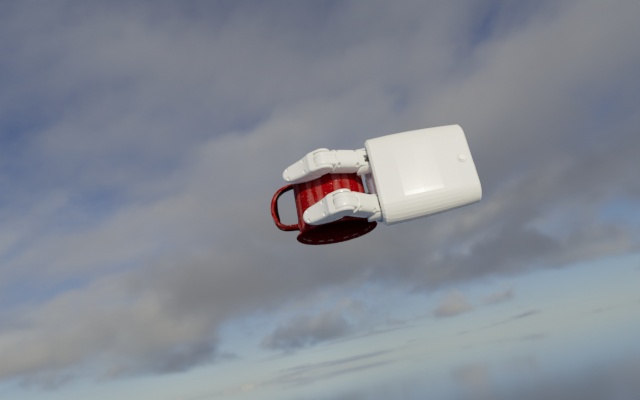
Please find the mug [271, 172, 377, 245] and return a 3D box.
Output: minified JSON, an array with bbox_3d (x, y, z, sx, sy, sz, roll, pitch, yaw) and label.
[{"bbox_3d":[-0.001,0.002,0.555,0.117,0.081,0.093,-11,-19,1],"label":"mug"}]
